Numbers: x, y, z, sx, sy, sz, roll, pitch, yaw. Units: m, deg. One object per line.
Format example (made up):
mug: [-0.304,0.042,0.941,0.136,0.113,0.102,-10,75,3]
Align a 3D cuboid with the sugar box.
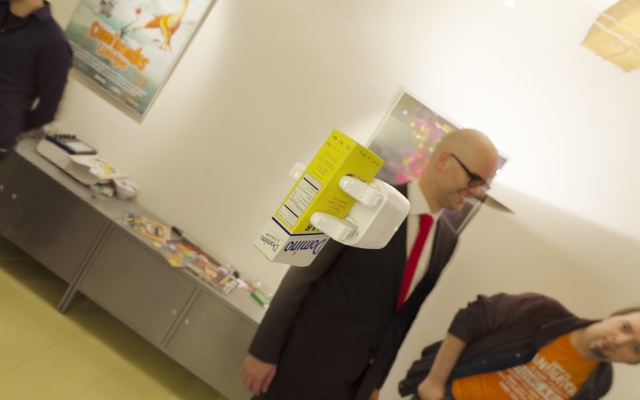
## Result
sugar box: [0.001,0.002,0.603,0.048,0.176,0.093,38,9,30]
